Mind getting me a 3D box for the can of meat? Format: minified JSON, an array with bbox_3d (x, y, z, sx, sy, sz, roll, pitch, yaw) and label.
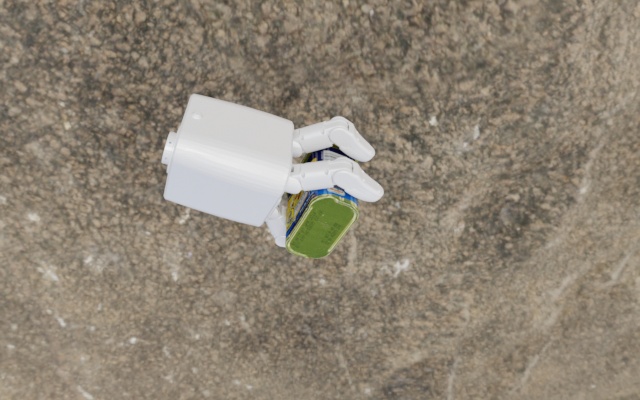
[{"bbox_3d":[0.000,0.002,0.514,0.057,0.083,0.102,18,-47,-17],"label":"can of meat"}]
